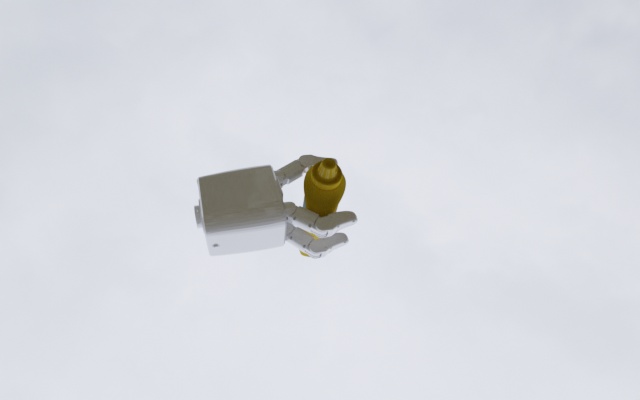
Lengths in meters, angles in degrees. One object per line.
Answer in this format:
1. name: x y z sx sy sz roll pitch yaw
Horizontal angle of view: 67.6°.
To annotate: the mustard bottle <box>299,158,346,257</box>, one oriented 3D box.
1. mustard bottle: 0.000 0.002 0.686 0.058 0.096 0.192 12 -32 1
